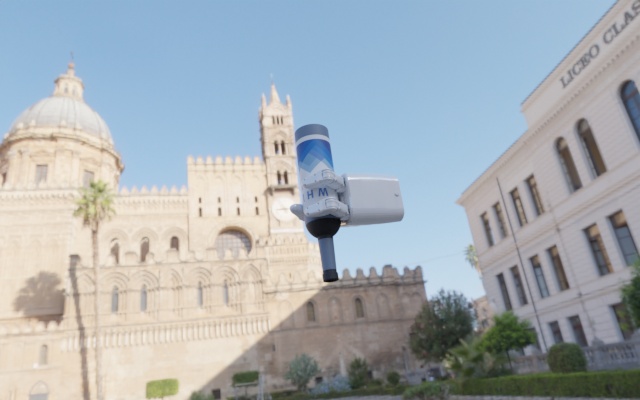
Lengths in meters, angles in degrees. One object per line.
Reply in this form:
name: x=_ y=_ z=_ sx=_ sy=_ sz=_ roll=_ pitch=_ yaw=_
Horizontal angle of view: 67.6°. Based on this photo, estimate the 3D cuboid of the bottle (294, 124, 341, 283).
bottle: x=0.000 y=0.003 z=0.874 sx=0.069 sy=0.295 sz=0.069 roll=-7 pitch=-22 yaw=-3
